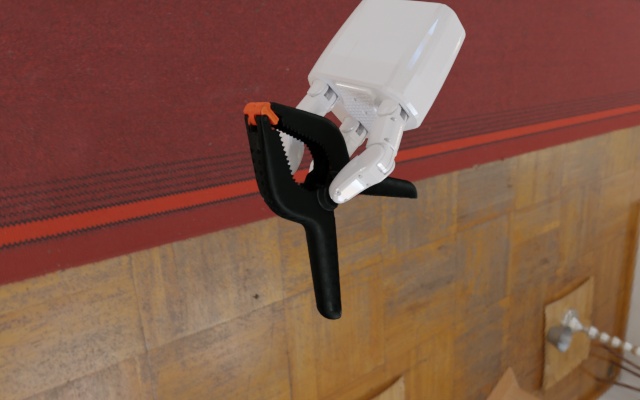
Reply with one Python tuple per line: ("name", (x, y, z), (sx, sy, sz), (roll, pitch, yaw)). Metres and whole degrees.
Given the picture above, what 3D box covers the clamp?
("clamp", (0.000, 0.001, 0.424), (0.036, 0.164, 0.210), (11, -24, 48))
